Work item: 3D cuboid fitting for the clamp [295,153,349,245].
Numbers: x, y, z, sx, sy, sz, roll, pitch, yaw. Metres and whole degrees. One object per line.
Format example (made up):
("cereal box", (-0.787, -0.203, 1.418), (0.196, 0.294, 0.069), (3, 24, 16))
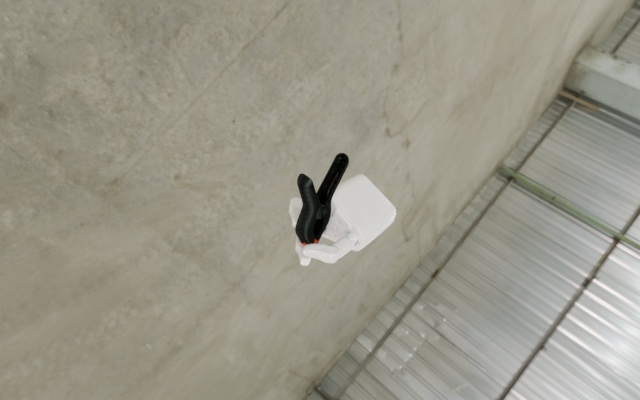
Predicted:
("clamp", (0.000, 0.003, 0.785), (0.039, 0.172, 0.120), (36, 49, 27))
